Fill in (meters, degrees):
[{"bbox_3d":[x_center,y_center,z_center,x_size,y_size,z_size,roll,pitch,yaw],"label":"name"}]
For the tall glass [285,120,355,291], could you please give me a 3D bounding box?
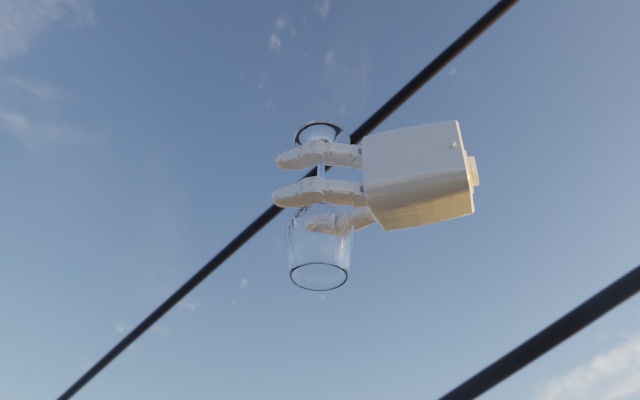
[{"bbox_3d":[0.000,0.001,0.561,0.079,0.200,0.079,1,-37,1],"label":"tall glass"}]
